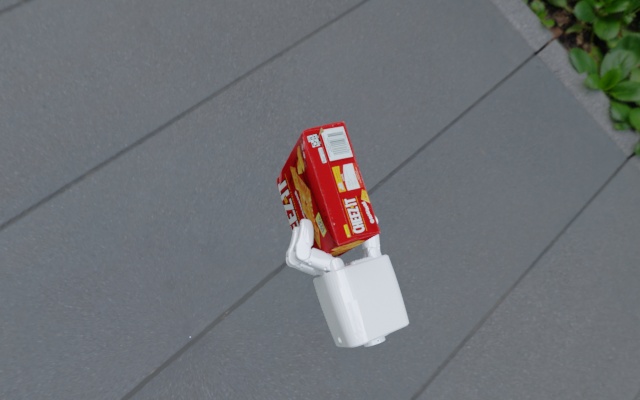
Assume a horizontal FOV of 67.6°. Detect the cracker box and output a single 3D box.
[{"bbox_3d":[0.000,0.002,0.720,0.072,0.164,0.214,-14,-11,-18],"label":"cracker box"}]
